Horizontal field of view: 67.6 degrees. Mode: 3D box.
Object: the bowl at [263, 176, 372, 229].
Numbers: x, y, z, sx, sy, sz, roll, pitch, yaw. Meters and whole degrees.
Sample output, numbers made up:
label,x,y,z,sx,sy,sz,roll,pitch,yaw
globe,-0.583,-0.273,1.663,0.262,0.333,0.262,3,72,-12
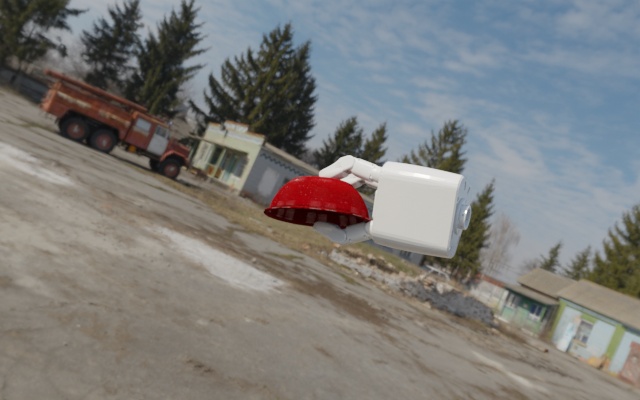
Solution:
label,x,y,z,sx,sy,sz,roll,pitch,yaw
bowl,-0.001,0.002,0.700,0.162,0.055,0.162,6,-11,1
